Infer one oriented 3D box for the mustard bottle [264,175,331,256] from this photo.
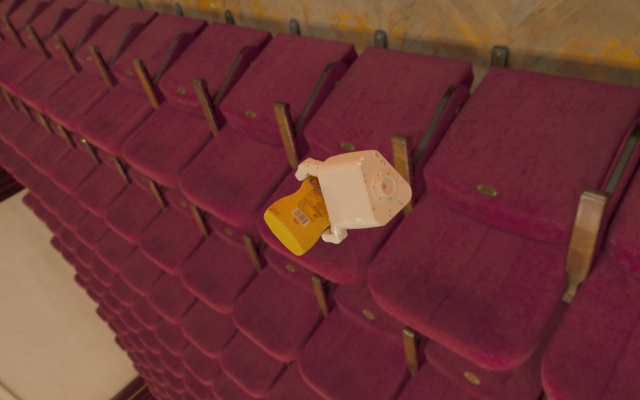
[{"bbox_3d":[0.000,0.003,0.835,0.191,0.096,0.058,-40,-6,-29],"label":"mustard bottle"}]
